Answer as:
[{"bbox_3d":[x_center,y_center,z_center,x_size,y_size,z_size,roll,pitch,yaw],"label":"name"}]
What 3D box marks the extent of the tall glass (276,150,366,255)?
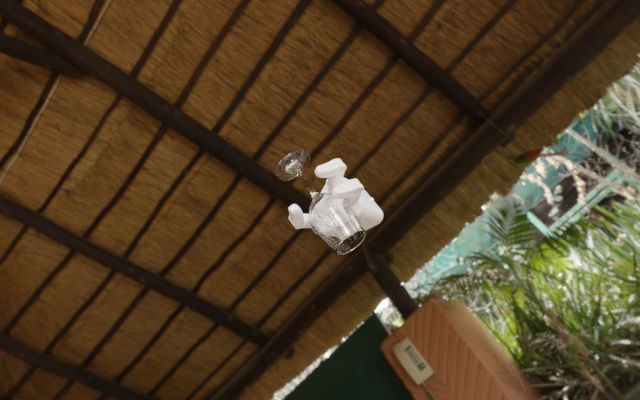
[{"bbox_3d":[0.000,0.002,0.852,0.079,0.079,0.201,0,44,-46],"label":"tall glass"}]
